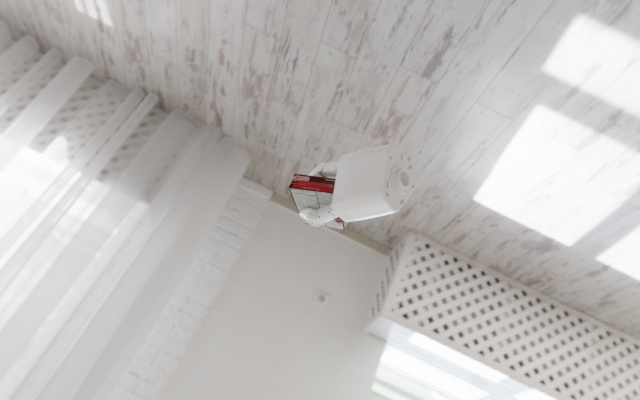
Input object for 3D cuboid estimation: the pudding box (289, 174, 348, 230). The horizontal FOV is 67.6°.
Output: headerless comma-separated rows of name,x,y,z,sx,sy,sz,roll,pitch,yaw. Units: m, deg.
pudding box,0.000,0.003,0.868,0.090,0.039,0.114,9,-37,21
